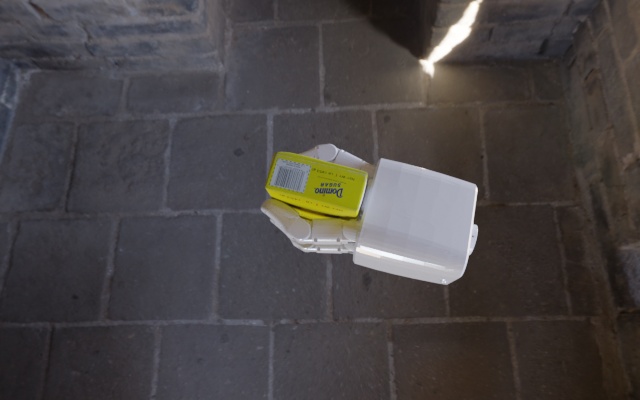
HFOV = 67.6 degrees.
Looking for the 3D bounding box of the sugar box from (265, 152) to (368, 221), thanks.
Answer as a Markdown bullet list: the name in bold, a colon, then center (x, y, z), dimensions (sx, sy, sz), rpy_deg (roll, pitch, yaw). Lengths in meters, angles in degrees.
- **sugar box**: center (0.000, 0.002, 0.529), dimensions (0.093, 0.048, 0.176), rpy_deg (15, -15, 7)
